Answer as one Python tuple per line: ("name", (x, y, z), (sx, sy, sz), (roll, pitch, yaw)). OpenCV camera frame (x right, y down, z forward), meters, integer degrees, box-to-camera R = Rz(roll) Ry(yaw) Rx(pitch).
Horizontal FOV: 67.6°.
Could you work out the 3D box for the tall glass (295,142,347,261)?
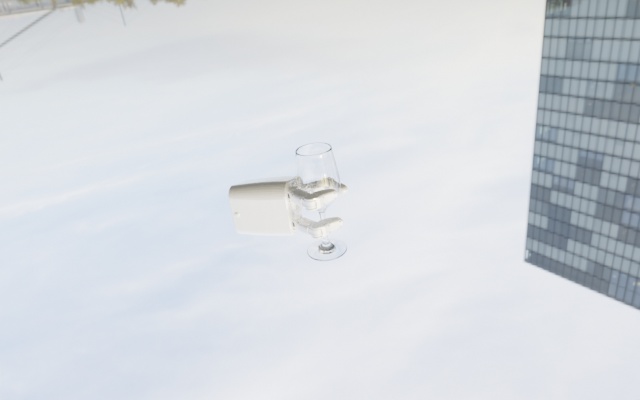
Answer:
("tall glass", (0.000, 0.003, 0.840), (0.079, 0.201, 0.079), (-6, 26, 3))
